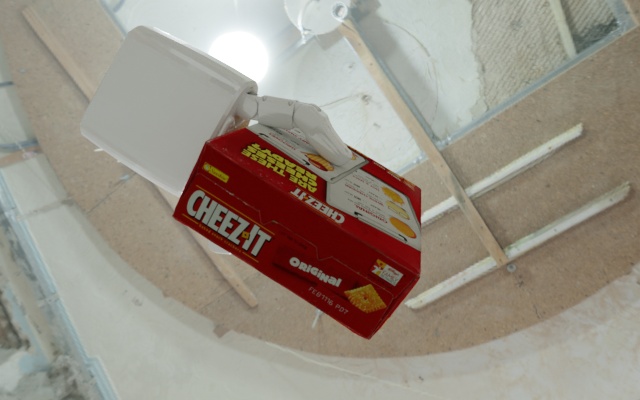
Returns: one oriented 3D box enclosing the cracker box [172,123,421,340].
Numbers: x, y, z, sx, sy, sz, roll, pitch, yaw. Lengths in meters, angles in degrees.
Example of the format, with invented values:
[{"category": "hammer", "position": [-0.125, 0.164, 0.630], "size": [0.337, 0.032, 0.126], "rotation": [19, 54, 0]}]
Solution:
[{"category": "cracker box", "position": [0.000, 0.001, 0.411], "size": [0.164, 0.072, 0.213], "rotation": [31, 20, 2]}]
